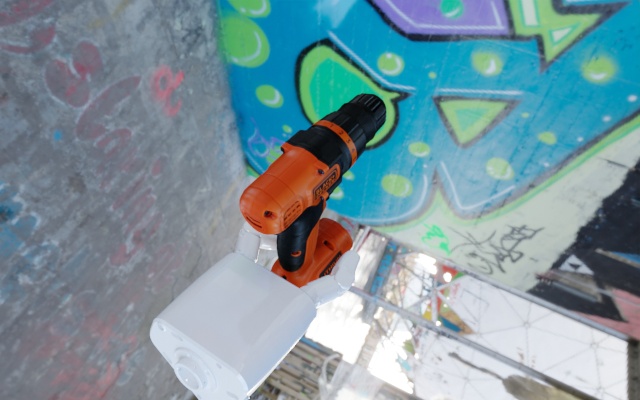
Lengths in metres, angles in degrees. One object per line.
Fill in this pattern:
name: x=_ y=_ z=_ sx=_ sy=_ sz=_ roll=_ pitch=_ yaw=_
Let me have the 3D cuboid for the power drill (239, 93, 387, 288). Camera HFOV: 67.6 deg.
power drill: x=0.000 y=0.002 z=0.482 sx=0.057 sy=0.188 sz=0.184 roll=32 pitch=57 yaw=25
